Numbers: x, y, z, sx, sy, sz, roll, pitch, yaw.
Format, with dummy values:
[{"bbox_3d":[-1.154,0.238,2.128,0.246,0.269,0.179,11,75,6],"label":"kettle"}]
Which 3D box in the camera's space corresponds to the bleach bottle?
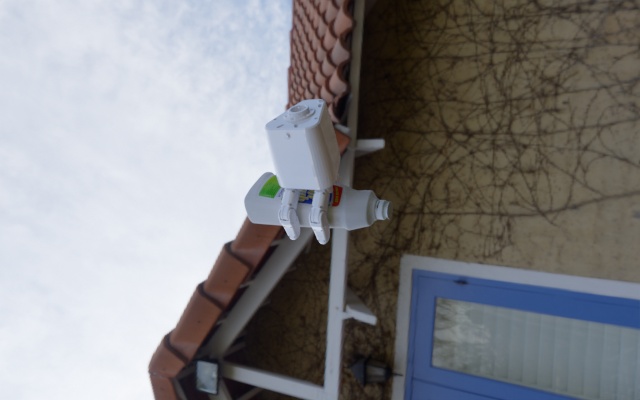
[{"bbox_3d":[0.000,0.003,0.805,0.251,0.068,0.102,4,38,26],"label":"bleach bottle"}]
